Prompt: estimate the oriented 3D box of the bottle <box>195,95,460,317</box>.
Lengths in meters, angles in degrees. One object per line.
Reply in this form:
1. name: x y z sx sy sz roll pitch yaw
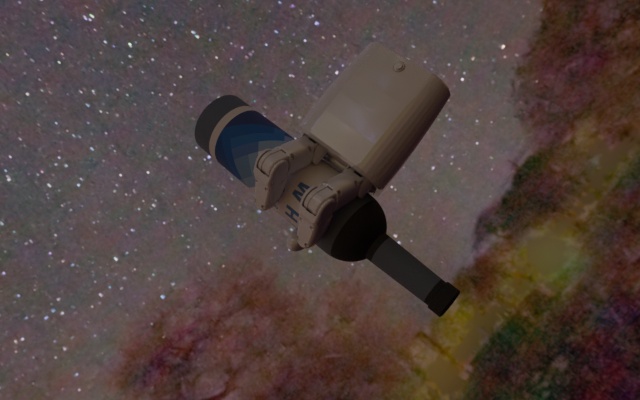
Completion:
1. bottle: 0.000 0.001 0.448 0.295 0.069 0.069 38 17 23
